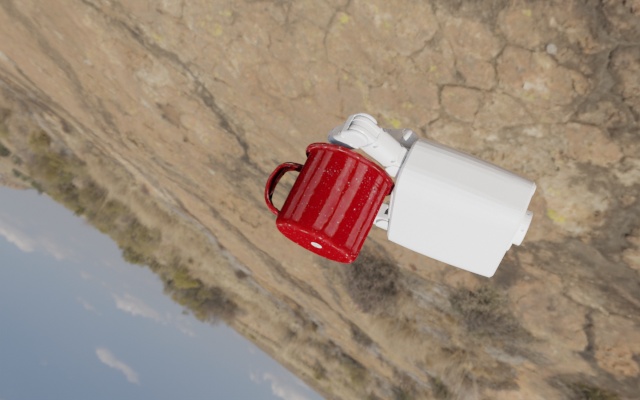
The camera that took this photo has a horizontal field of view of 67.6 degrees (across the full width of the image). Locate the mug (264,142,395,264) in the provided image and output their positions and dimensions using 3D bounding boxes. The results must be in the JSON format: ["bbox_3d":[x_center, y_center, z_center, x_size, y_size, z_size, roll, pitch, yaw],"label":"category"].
[{"bbox_3d":[-0.001,0.001,0.446,0.117,0.081,0.093,22,-16,18],"label":"mug"}]
